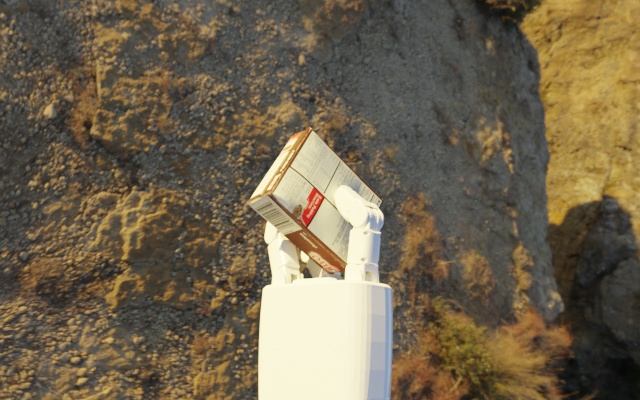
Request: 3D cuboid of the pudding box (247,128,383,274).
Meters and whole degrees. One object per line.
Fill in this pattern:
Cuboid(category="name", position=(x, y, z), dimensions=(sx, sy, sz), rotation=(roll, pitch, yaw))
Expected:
Cuboid(category="pudding box", position=(0.000, 0.002, 0.455), dimensions=(0.113, 0.090, 0.039), rotation=(44, -36, -23))
